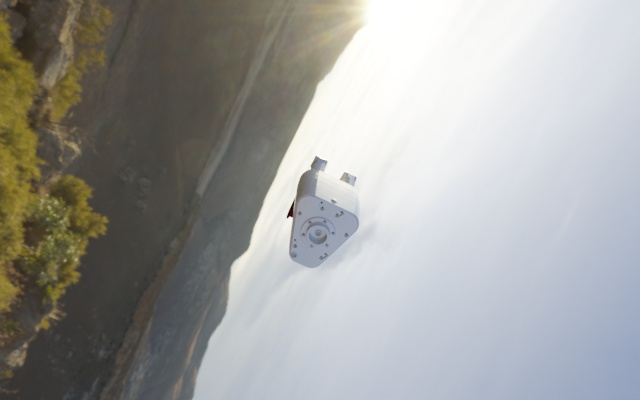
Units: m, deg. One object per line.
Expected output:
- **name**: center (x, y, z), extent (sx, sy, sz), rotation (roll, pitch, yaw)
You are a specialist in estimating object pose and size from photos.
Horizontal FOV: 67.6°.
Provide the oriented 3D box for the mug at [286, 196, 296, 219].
- **mug**: center (0.000, 0.002, 0.818), extent (0.081, 0.093, 0.117), rotation (27, 21, -7)
